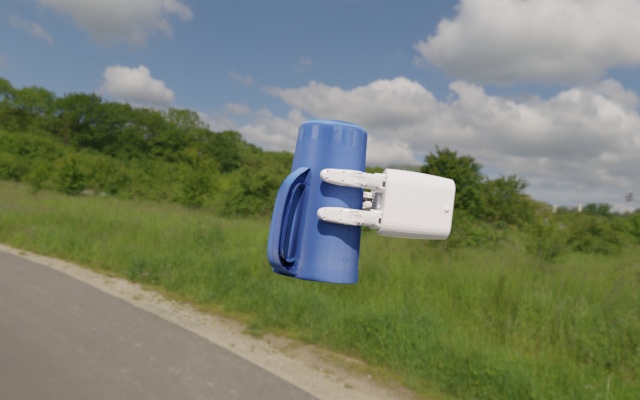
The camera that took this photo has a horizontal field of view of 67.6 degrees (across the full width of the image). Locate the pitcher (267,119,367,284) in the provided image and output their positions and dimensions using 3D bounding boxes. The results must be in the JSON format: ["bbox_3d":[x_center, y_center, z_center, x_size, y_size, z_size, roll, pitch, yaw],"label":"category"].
[{"bbox_3d":[0.000,0.002,0.732,0.145,0.243,0.149,7,-2,-6],"label":"pitcher"}]
